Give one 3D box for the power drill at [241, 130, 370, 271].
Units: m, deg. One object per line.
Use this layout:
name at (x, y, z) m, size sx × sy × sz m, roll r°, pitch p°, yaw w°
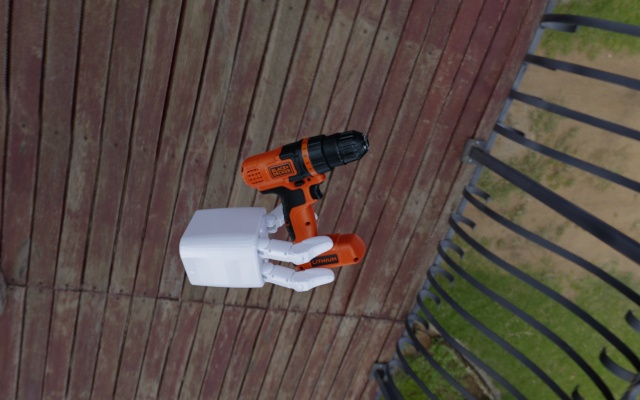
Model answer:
power drill at (0.000, 0.003, 0.668) m, size 0.184 × 0.188 × 0.057 m, roll -12°, pitch 21°, yaw 23°
